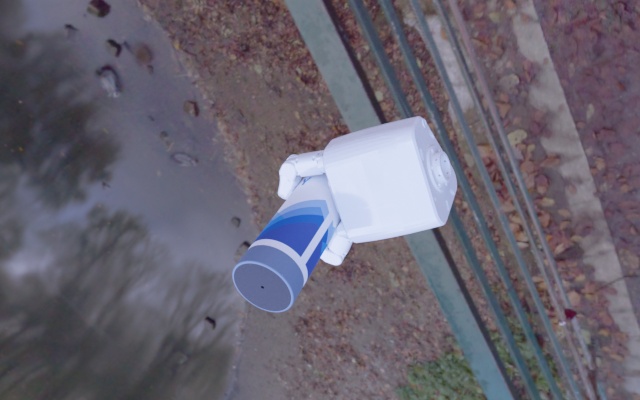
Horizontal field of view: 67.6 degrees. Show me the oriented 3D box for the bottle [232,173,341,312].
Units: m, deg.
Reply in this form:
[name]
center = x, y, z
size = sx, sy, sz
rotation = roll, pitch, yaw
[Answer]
[bottle]
center = 0.000, 0.002, 0.565
size = 0.069, 0.069, 0.295
rotation = 0, 34, 27
